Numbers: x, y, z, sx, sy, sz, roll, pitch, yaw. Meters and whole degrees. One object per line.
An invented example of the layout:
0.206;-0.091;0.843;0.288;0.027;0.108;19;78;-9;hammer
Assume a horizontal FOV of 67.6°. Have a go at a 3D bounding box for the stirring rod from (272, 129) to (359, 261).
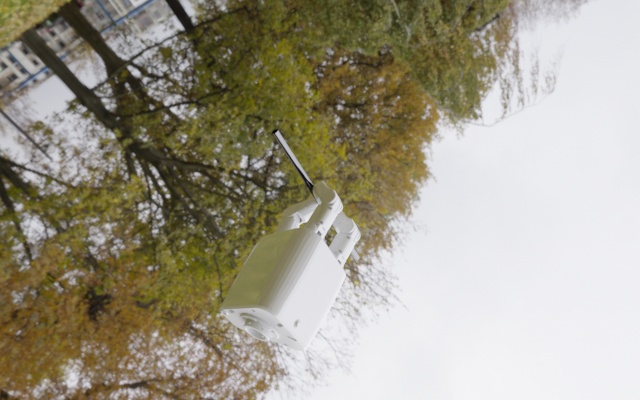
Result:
0.000;0.002;0.627;0.011;0.011;0.240;0;-43;37;stirring rod
